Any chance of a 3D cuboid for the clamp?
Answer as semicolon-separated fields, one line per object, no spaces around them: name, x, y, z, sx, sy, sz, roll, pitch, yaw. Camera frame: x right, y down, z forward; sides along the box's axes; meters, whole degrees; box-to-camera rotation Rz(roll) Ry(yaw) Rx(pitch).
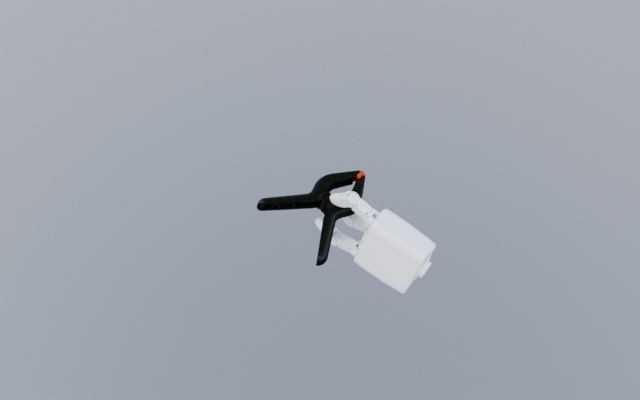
clamp;0.001;0.002;0.874;0.164;0.210;0.036;36;-32;15
